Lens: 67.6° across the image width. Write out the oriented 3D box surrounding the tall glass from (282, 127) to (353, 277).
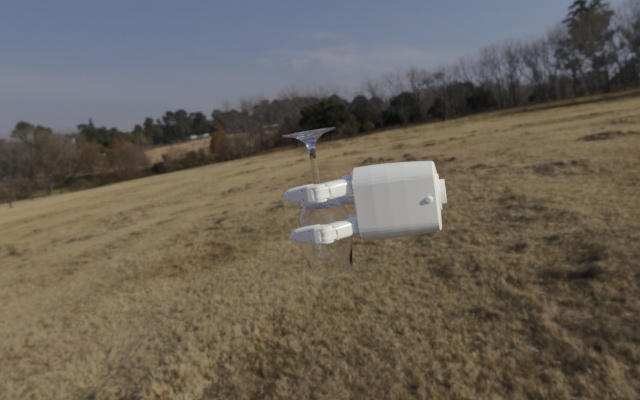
[{"bbox_3d":[0.000,0.002,0.670,0.079,0.201,0.079,-9,9,1],"label":"tall glass"}]
